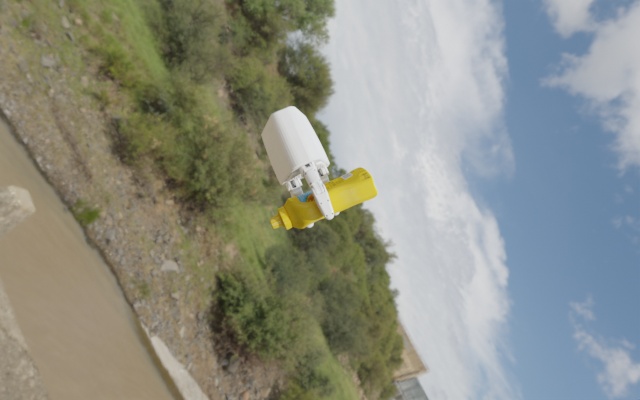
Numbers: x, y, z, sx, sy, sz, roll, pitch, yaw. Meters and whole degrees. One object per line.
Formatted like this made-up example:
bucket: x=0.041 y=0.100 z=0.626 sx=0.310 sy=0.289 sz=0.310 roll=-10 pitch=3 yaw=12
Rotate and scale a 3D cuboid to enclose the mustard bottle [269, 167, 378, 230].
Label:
mustard bottle: x=0.001 y=0.003 z=0.847 sx=0.191 sy=0.058 sz=0.096 roll=-23 pitch=16 yaw=-6
